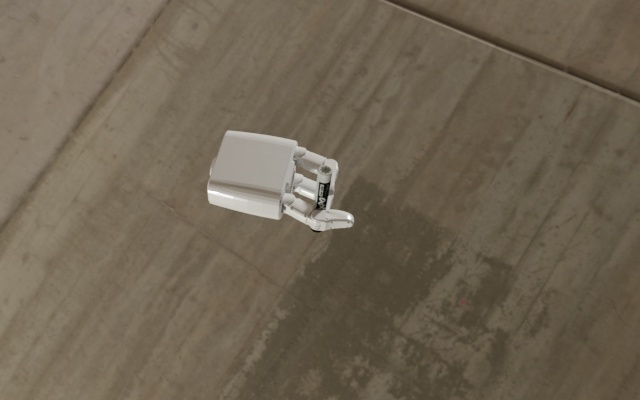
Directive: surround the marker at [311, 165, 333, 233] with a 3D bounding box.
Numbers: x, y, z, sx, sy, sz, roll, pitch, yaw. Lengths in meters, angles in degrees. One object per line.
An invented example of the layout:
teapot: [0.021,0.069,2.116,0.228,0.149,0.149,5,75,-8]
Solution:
marker: [0.000,0.002,0.653,0.020,0.020,0.121,0,-43,-8]
